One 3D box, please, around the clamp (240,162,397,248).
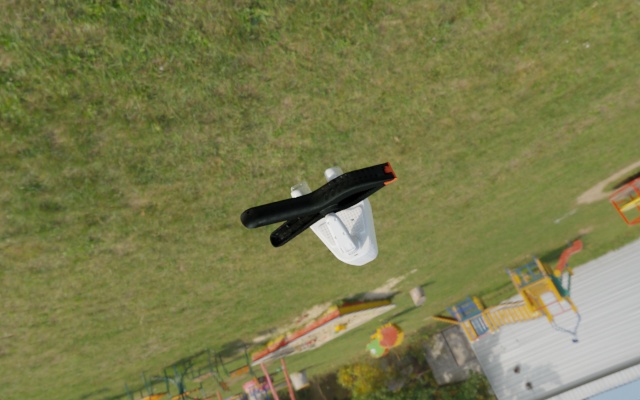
[{"bbox_3d":[0.001,0.003,0.636,0.210,0.036,0.164,-27,-16,8],"label":"clamp"}]
